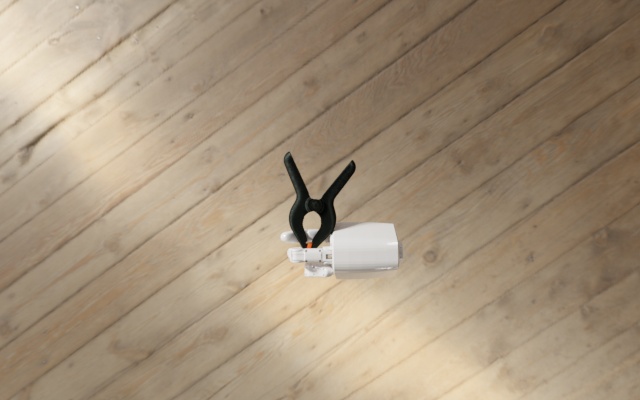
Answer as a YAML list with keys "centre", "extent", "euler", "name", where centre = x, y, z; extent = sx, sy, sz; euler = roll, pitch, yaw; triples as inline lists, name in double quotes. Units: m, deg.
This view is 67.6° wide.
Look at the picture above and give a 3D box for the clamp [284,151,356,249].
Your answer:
- centre: [0.000, 0.003, 0.795]
  extent: [0.120, 0.171, 0.039]
  euler: [-1, 0, 4]
  name: "clamp"
